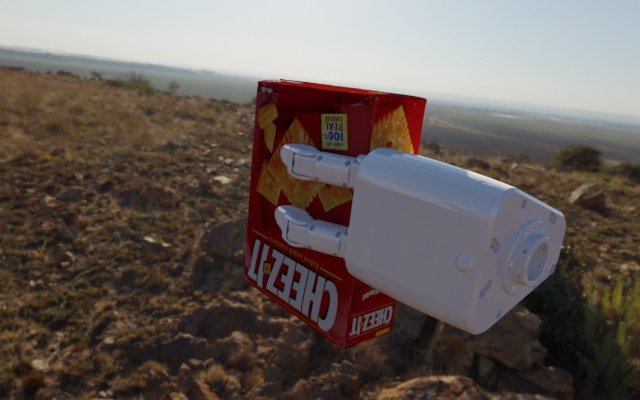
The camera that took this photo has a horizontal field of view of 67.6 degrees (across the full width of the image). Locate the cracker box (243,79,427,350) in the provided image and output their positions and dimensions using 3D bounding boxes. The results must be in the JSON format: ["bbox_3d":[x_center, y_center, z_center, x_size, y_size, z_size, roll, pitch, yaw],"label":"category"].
[{"bbox_3d":[0.000,0.001,0.446,0.072,0.214,0.164,-6,19,-40],"label":"cracker box"}]
